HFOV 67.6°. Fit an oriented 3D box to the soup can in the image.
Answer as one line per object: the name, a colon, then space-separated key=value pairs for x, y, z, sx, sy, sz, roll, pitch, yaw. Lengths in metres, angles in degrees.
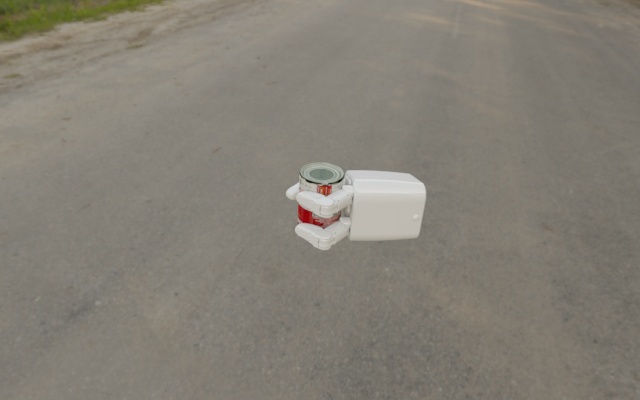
soup can: x=0.000 y=0.002 z=0.719 sx=0.068 sy=0.102 sz=0.068 roll=3 pitch=31 yaw=-2
